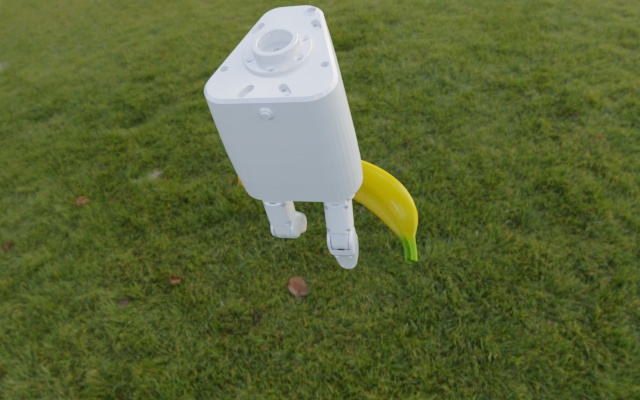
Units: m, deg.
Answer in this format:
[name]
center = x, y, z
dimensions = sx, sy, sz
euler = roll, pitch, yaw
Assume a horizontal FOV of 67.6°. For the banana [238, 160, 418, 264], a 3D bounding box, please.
[banana]
center = 0.012, -0.013, 0.451
dimensions = 0.197, 0.069, 0.037
euler = 24, -17, 23
